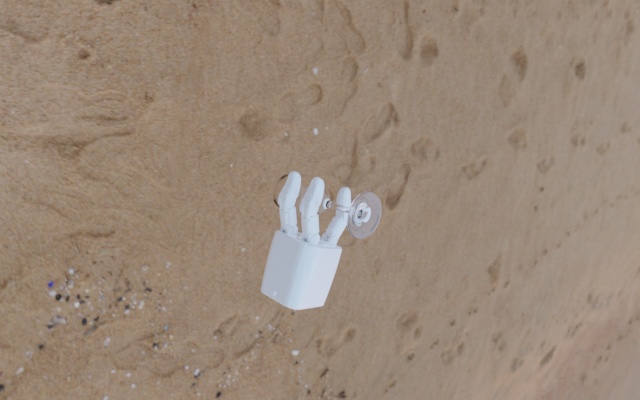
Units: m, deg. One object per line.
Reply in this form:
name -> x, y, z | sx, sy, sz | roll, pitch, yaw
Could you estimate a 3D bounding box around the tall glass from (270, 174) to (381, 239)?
tall glass -> 0.001, 0.003, 0.787 | 0.079, 0.079, 0.201 | 0, 12, -43
